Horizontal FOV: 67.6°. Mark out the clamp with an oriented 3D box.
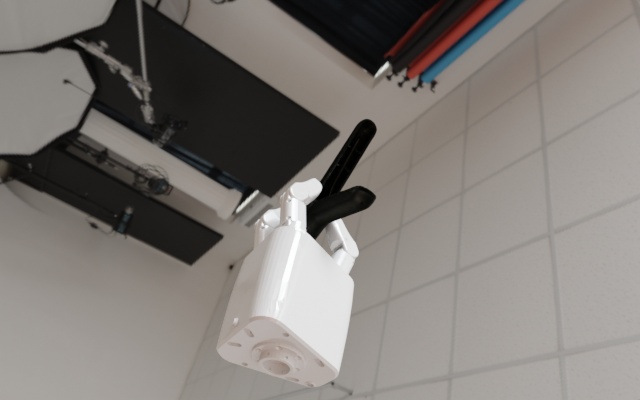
[{"bbox_3d":[0.000,0.003,0.572,0.036,0.164,0.210,34,-51,-15],"label":"clamp"}]
